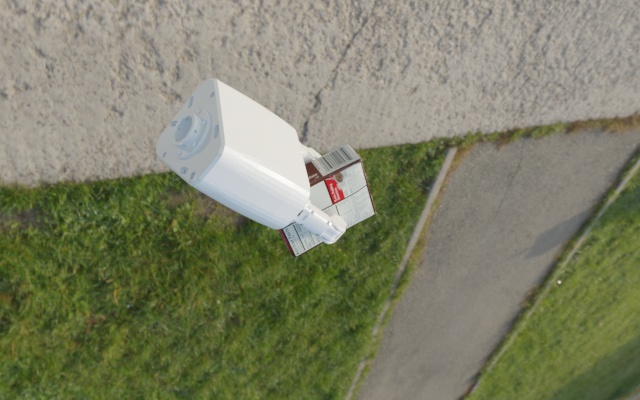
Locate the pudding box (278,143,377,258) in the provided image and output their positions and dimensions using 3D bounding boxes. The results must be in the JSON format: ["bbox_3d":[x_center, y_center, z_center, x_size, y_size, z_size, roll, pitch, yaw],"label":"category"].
[{"bbox_3d":[0.000,0.002,0.532,0.113,0.090,0.039,-27,44,-7],"label":"pudding box"}]
